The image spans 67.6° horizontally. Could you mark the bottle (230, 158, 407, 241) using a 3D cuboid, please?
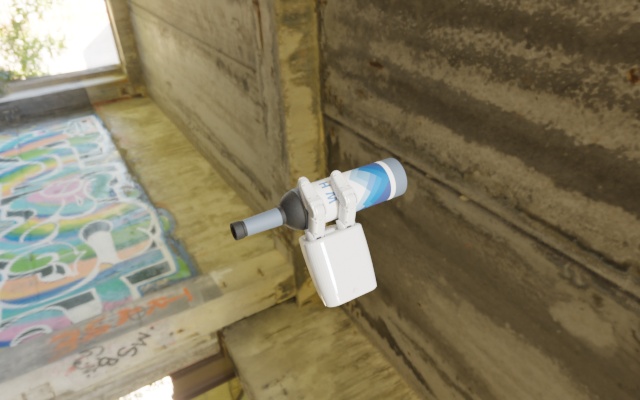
[{"bbox_3d":[0.000,0.002,0.754,0.295,0.069,0.069,-19,8,-24],"label":"bottle"}]
